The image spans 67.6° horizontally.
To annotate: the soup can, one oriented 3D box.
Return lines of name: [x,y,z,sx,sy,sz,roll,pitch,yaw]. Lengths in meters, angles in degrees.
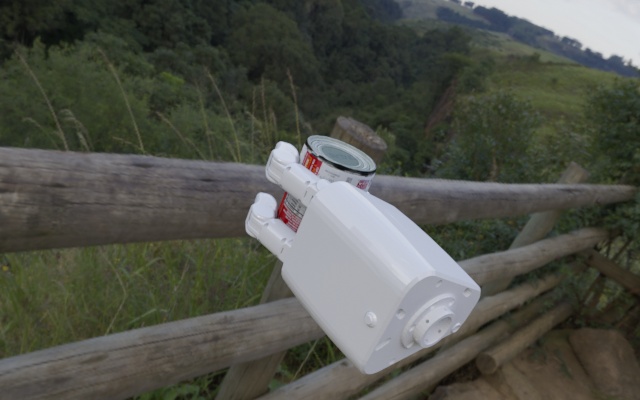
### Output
soup can: [0.000,0.001,0.432,0.068,0.102,0.068,19,24,-9]
